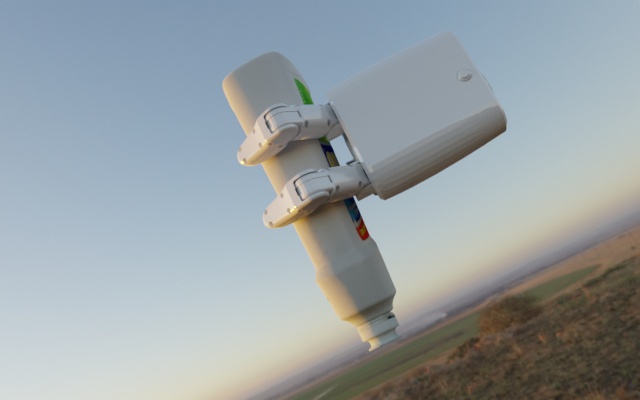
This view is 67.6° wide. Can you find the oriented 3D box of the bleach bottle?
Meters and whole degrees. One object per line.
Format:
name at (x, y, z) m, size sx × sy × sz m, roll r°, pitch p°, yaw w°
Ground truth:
bleach bottle at (0.000, 0.001, 0.405) m, size 0.068 × 0.250 × 0.102 m, roll -28°, pitch -16°, yaw 8°
